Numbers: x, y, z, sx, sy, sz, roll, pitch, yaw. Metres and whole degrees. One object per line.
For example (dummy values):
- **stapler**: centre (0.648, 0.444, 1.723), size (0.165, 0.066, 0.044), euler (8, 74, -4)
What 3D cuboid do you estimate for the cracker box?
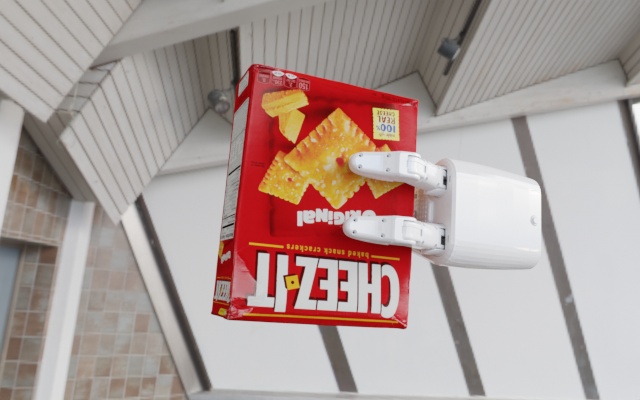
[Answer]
- **cracker box**: centre (0.000, 0.001, 0.429), size (0.164, 0.213, 0.072), euler (8, -11, -21)
